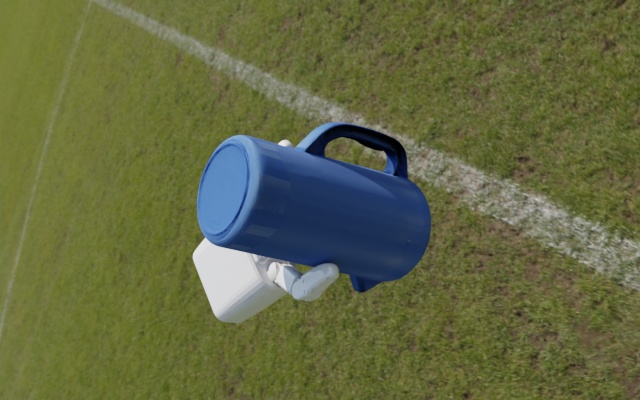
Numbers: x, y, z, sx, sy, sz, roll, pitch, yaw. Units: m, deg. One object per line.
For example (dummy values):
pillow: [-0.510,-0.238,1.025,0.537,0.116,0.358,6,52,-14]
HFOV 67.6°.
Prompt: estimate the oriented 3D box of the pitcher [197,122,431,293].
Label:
pitcher: [0.000,0.002,0.519,0.243,0.149,0.145,15,-42,-40]
